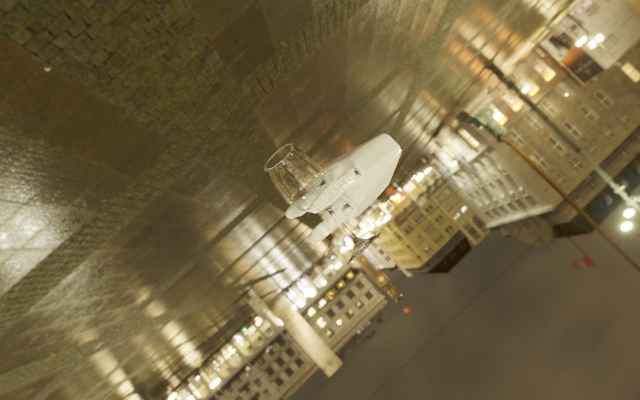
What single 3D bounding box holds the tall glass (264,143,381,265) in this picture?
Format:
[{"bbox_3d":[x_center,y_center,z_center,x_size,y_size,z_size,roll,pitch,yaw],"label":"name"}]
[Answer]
[{"bbox_3d":[0.001,0.003,0.748,0.079,0.201,0.079,-43,-5,-5],"label":"tall glass"}]
